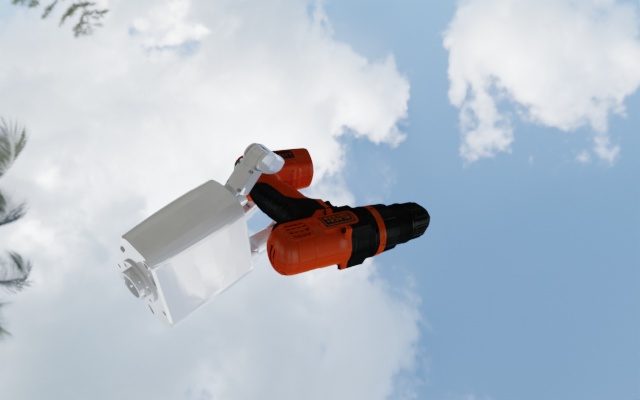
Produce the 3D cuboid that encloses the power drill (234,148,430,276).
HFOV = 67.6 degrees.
[{"bbox_3d":[0.000,0.002,0.520,0.184,0.057,0.187,-10,31,-31],"label":"power drill"}]
